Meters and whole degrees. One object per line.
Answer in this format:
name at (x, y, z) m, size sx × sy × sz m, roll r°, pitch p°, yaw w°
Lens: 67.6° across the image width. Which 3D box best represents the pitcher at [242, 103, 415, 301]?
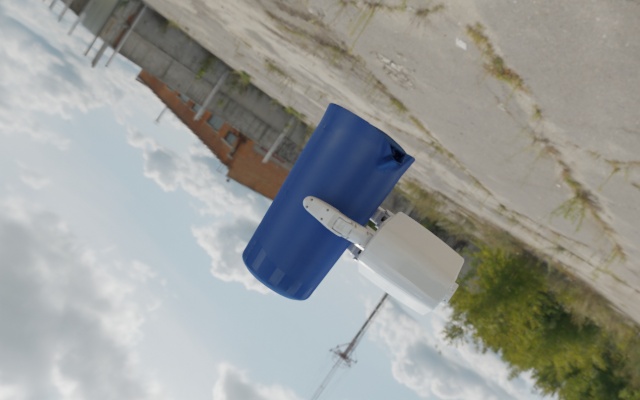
pitcher at (0.000, 0.002, 0.637) m, size 0.145 × 0.243 × 0.149 m, roll 35°, pitch 5°, yaw 13°
